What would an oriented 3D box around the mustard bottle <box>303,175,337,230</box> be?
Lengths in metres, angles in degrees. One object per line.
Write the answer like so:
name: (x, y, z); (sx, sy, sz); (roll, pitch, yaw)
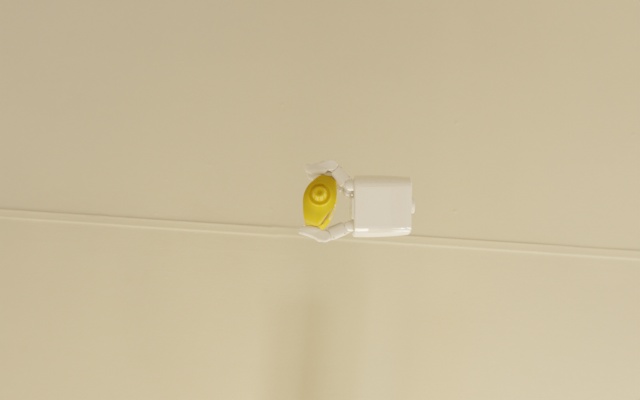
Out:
mustard bottle: (0.000, 0.003, 0.898); (0.058, 0.096, 0.192); (23, -9, 5)
